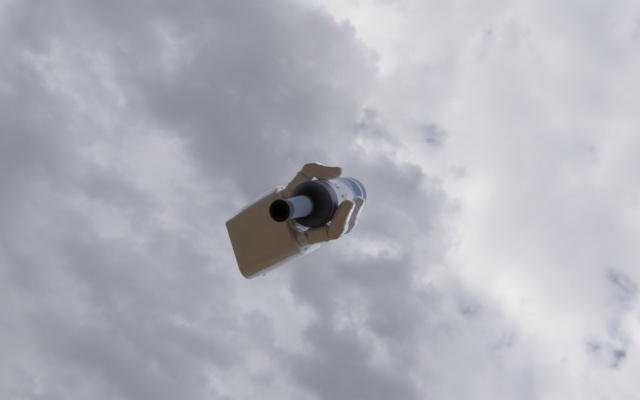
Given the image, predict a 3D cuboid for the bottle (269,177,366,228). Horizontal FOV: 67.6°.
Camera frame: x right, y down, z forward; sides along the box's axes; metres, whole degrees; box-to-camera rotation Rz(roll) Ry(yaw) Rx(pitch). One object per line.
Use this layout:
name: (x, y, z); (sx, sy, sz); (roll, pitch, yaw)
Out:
bottle: (0.000, 0.002, 0.703); (0.069, 0.069, 0.295); (0, 4, 19)
